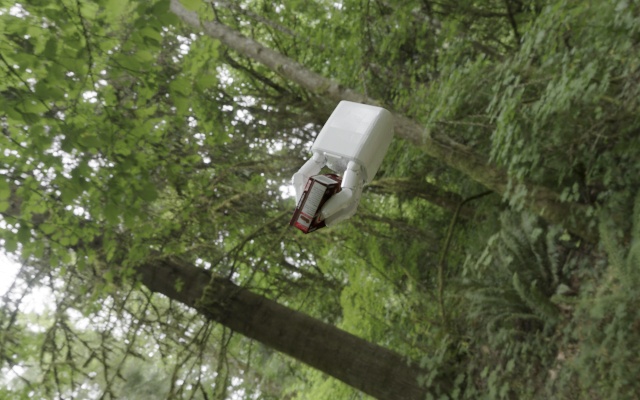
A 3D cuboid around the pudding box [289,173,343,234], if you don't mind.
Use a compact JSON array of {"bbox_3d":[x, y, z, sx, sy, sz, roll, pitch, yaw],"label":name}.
[{"bbox_3d":[0.000,0.002,0.794,0.039,0.090,0.113,28,14,18],"label":"pudding box"}]
